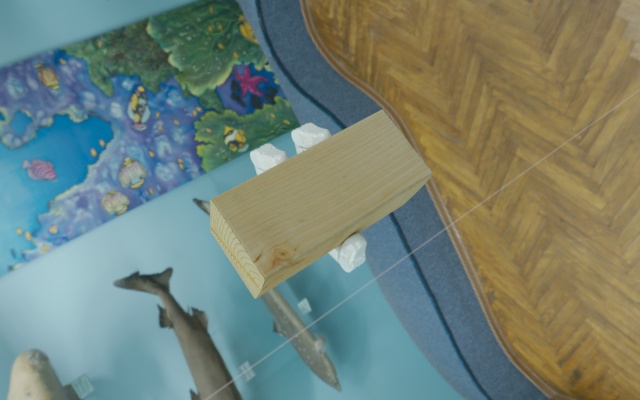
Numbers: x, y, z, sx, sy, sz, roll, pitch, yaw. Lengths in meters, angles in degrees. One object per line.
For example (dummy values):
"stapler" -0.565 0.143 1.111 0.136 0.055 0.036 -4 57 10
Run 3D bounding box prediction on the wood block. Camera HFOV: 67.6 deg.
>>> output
"wood block" 0.000 0.002 0.494 0.206 0.091 0.090 -31 -13 -23
